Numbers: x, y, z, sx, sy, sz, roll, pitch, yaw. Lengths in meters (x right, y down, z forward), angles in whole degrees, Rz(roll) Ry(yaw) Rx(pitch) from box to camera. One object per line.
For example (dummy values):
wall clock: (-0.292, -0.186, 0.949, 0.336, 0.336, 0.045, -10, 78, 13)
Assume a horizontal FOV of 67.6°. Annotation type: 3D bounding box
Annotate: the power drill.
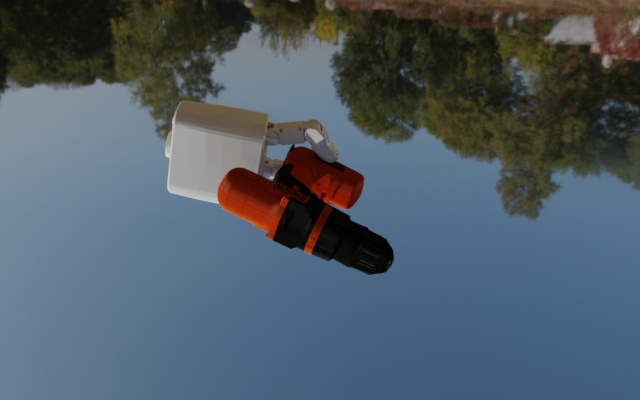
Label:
power drill: (0.000, 0.002, 0.531, 0.184, 0.057, 0.187, 27, 19, 3)
